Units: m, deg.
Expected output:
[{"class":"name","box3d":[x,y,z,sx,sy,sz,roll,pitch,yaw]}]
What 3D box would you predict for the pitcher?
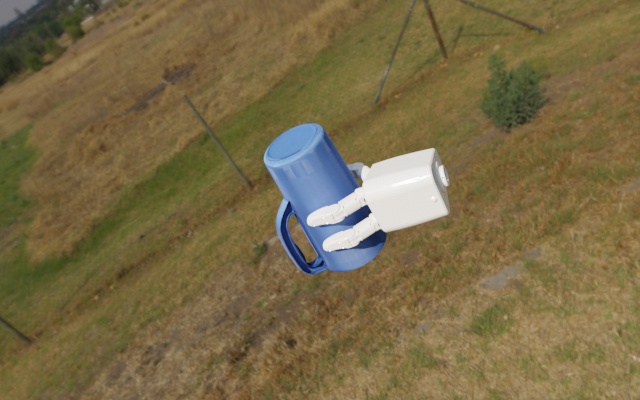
[{"class":"pitcher","box3d":[0.000,0.003,0.803,0.145,0.243,0.149,-14,35,26]}]
